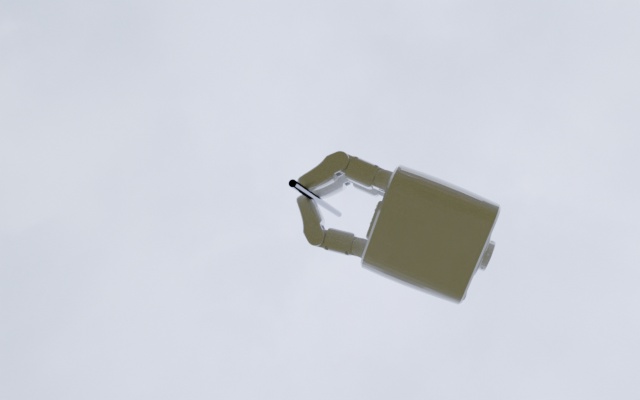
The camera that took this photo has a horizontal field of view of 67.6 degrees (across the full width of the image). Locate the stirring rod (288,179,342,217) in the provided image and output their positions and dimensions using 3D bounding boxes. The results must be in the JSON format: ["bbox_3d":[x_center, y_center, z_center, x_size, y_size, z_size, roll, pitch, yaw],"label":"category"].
[{"bbox_3d":[0.000,0.002,0.559,0.011,0.011,0.239,0,-9,13],"label":"stirring rod"}]
